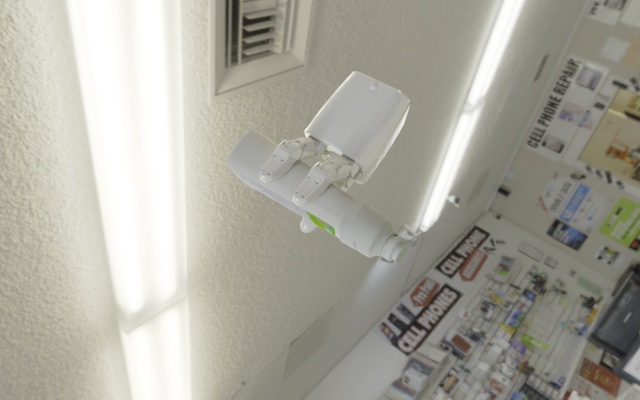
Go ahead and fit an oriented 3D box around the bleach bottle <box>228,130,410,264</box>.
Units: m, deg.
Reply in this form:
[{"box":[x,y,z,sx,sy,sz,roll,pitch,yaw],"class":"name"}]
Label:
[{"box":[0.000,0.002,0.600,0.250,0.068,0.103,33,-6,25],"class":"bleach bottle"}]
